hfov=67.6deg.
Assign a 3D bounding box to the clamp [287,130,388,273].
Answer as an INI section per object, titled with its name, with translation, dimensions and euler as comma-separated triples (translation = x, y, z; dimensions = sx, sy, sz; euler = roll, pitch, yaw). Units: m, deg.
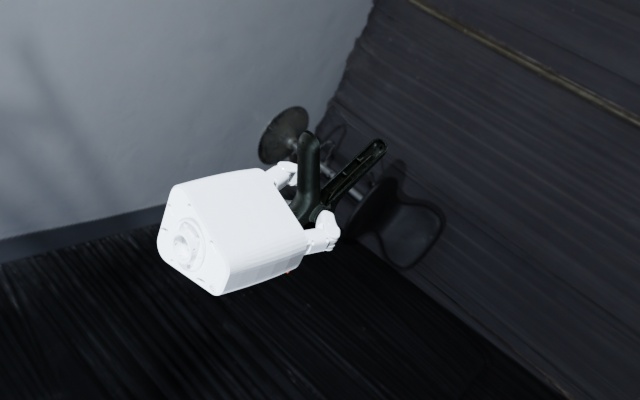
[clamp]
translation = 0.000, 0.003, 0.603
dimensions = 0.164, 0.210, 0.036
euler = -12, 45, -47
